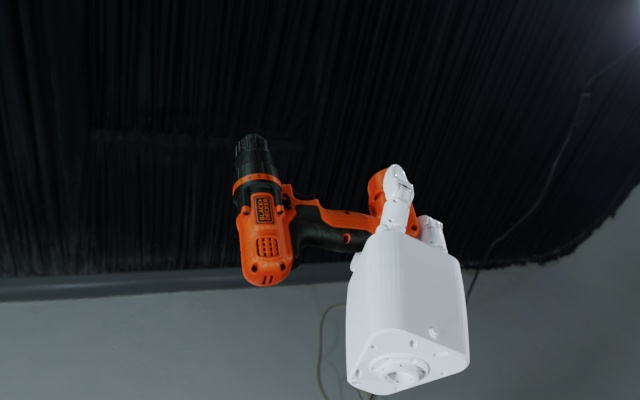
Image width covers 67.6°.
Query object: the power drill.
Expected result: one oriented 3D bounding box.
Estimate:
[{"bbox_3d":[0.001,0.002,0.518,0.187,0.184,0.057,-2,-34,-13],"label":"power drill"}]
